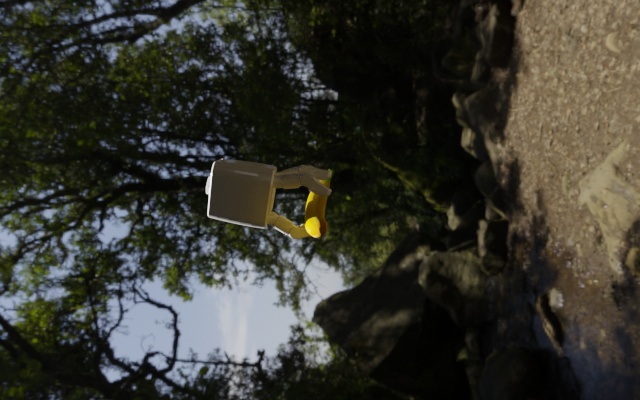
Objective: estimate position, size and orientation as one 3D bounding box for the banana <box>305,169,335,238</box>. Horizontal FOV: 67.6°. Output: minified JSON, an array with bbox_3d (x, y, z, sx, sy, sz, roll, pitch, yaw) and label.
[{"bbox_3d":[-0.005,0.015,0.852,0.037,0.070,0.197,17,33,-7],"label":"banana"}]
